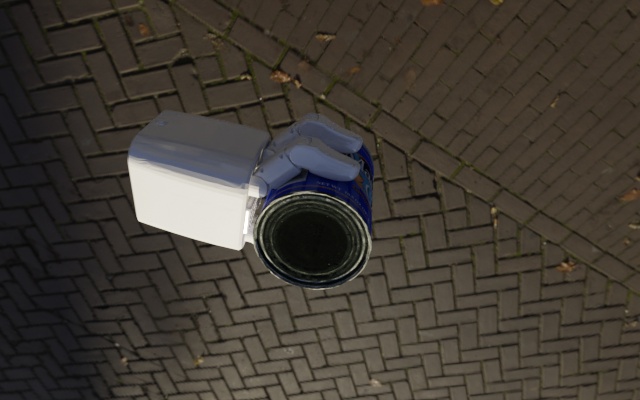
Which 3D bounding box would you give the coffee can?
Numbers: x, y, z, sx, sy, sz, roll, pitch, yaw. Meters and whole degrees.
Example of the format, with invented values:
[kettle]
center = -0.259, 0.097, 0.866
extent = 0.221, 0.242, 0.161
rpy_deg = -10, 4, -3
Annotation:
[coffee can]
center = 0.000, 0.002, 0.465
extent = 0.103, 0.103, 0.140
rpy_deg = 0, 30, 7
